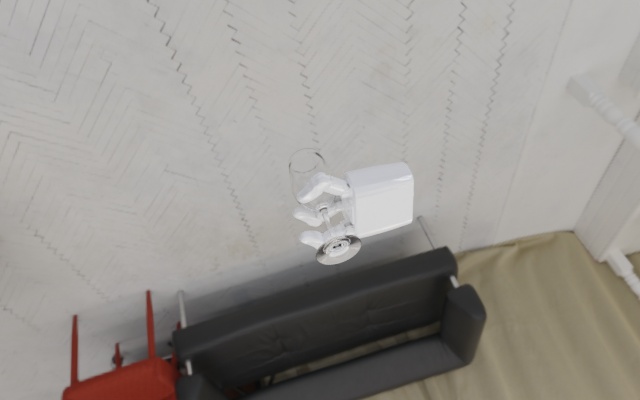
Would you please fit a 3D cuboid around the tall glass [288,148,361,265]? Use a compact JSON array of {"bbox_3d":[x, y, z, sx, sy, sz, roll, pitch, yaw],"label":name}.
[{"bbox_3d":[0.000,0.003,0.790,0.079,0.201,0.079,-13,-38,-10],"label":"tall glass"}]
